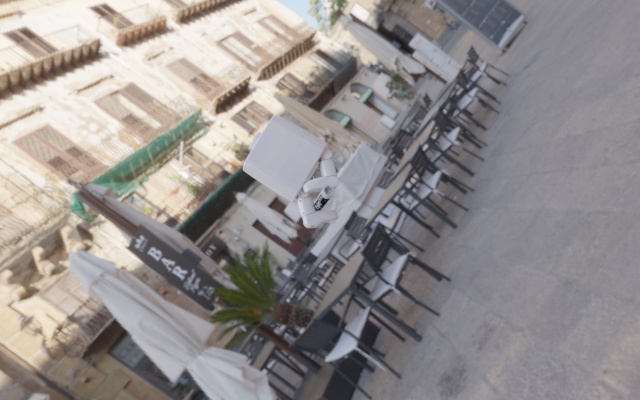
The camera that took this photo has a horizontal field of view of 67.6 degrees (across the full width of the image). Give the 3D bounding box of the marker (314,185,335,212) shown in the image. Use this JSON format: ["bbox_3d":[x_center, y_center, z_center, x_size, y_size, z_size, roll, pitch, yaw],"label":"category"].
[{"bbox_3d":[0.000,0.003,0.801,0.020,0.020,0.121,0,-17,-13],"label":"marker"}]
